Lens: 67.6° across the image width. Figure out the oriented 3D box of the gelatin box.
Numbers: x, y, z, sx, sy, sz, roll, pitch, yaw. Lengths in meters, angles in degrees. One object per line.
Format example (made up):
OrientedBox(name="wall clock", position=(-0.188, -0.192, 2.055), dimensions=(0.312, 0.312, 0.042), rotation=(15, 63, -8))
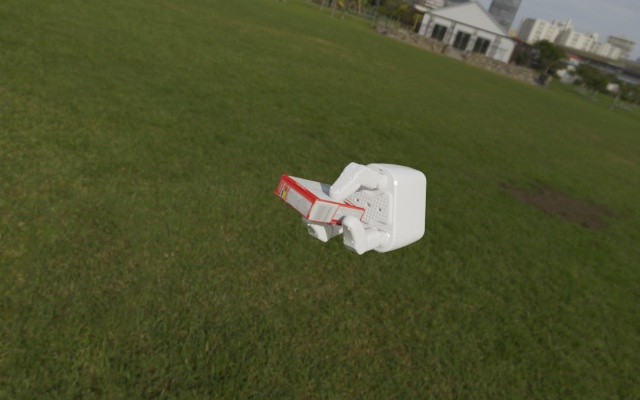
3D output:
OrientedBox(name="gelatin box", position=(0.000, 0.001, 0.586), dimensions=(0.089, 0.030, 0.073), rotation=(12, 18, -44))
